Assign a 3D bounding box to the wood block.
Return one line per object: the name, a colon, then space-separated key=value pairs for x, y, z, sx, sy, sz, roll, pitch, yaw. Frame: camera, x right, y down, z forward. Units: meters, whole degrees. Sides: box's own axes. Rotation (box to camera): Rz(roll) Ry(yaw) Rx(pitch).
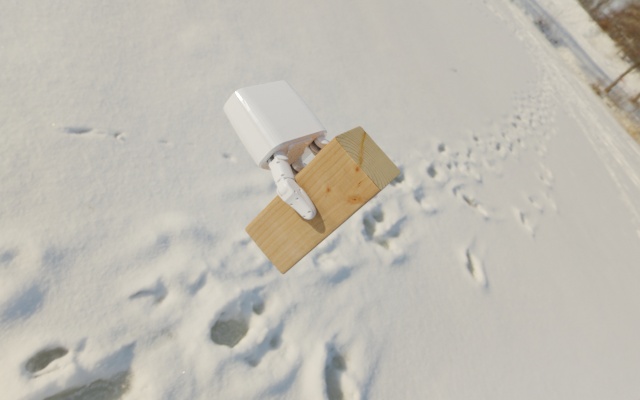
wood block: x=0.000 y=0.002 z=0.674 sx=0.206 sy=0.090 sz=0.090 roll=-43 pitch=-5 yaw=31
